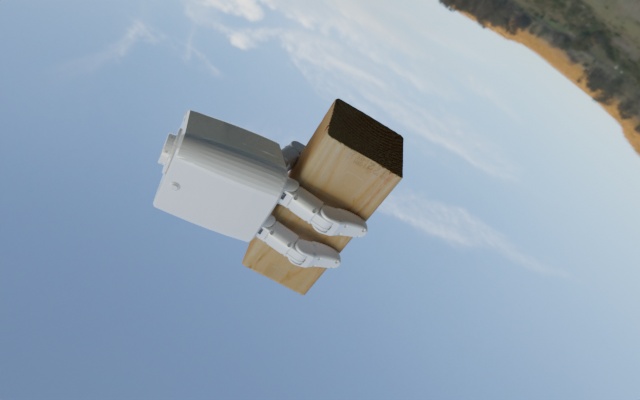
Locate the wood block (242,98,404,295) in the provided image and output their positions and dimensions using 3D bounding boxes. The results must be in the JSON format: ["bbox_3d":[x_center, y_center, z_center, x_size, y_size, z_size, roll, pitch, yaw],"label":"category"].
[{"bbox_3d":[0.000,0.002,0.548,0.090,0.206,0.090,28,36,-11],"label":"wood block"}]
